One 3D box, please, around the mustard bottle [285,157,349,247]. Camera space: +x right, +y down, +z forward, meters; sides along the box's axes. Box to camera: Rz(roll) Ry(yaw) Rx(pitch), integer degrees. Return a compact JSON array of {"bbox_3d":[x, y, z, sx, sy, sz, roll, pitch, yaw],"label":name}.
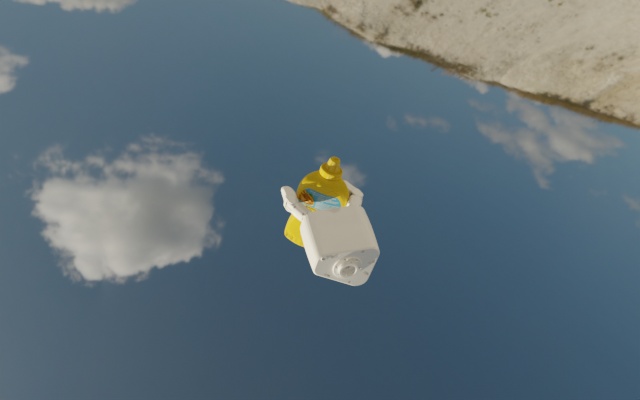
[{"bbox_3d":[0.000,0.003,0.889,0.096,0.192,0.058,20,34,2],"label":"mustard bottle"}]
